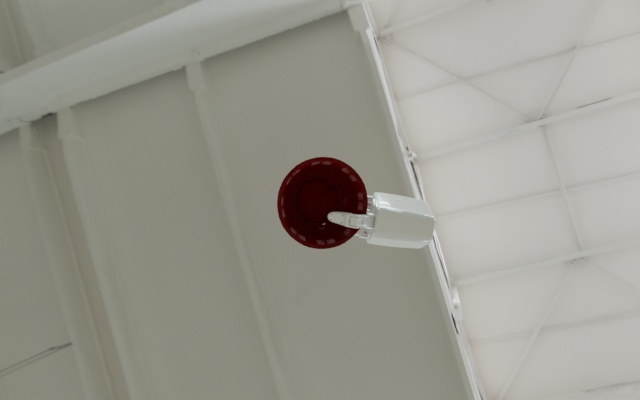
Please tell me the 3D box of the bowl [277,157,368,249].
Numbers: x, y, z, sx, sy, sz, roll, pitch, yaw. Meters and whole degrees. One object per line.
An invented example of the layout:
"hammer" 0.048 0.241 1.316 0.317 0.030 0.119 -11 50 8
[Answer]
"bowl" -0.001 0.002 0.854 0.162 0.162 0.055 0 6 -11
